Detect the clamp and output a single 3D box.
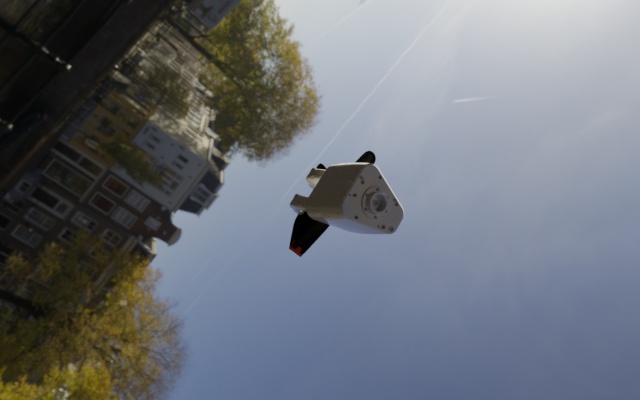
[{"bbox_3d":[0.001,0.004,0.851,0.036,0.210,0.164,39,-17,-23],"label":"clamp"}]
